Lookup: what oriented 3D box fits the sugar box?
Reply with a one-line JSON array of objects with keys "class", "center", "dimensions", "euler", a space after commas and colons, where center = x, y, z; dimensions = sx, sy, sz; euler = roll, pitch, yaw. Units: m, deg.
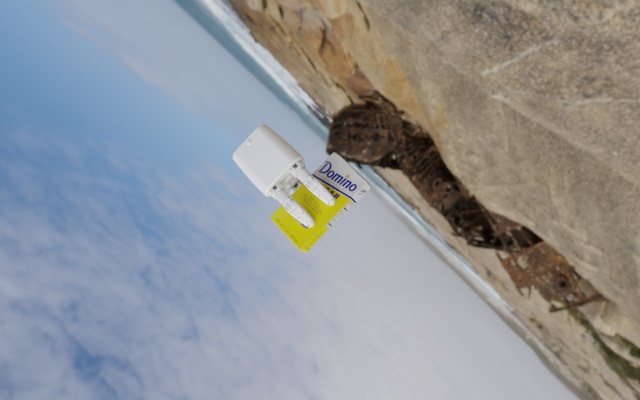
[{"class": "sugar box", "center": [0.000, 0.003, 0.893], "dimensions": [0.093, 0.176, 0.048], "euler": [45, 5, 20]}]
